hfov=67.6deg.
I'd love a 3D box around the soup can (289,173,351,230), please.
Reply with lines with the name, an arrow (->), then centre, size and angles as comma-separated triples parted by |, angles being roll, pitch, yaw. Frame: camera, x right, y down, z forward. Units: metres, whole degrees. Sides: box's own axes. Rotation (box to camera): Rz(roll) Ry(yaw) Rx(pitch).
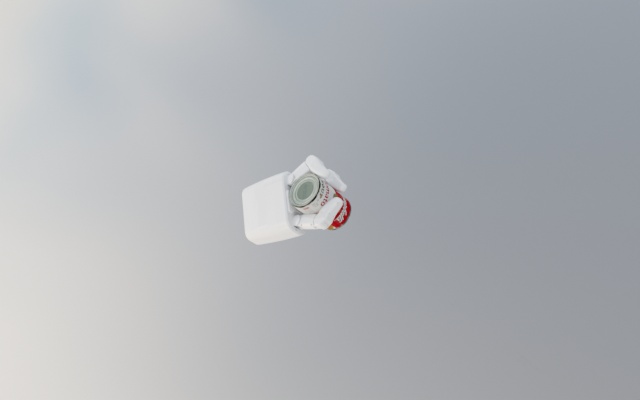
soup can -> 0.000, 0.003, 0.853 | 0.068, 0.068, 0.102 | 0, -25, 39
